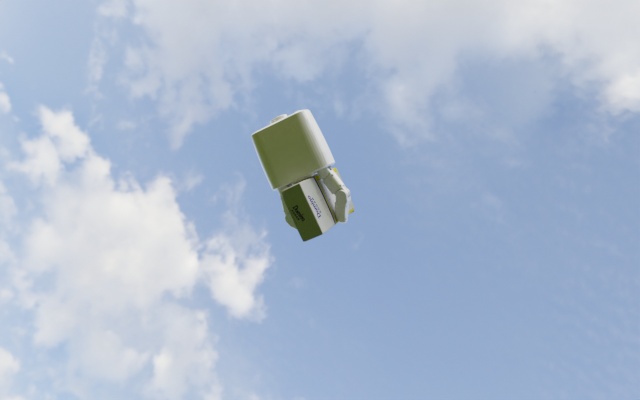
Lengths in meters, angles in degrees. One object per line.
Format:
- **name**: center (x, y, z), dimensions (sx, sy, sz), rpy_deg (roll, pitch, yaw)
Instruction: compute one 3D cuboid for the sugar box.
- **sugar box**: center (0.000, 0.003, 0.842), dimensions (0.048, 0.093, 0.176), rpy_deg (-24, 2, 27)
